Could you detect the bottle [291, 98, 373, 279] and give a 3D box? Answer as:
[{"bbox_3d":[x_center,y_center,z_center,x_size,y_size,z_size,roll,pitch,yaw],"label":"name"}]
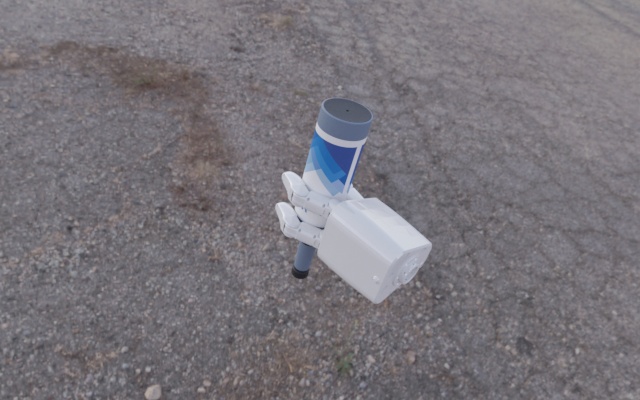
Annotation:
[{"bbox_3d":[0.000,0.002,0.678,0.069,0.296,0.069,11,37,-8],"label":"bottle"}]
